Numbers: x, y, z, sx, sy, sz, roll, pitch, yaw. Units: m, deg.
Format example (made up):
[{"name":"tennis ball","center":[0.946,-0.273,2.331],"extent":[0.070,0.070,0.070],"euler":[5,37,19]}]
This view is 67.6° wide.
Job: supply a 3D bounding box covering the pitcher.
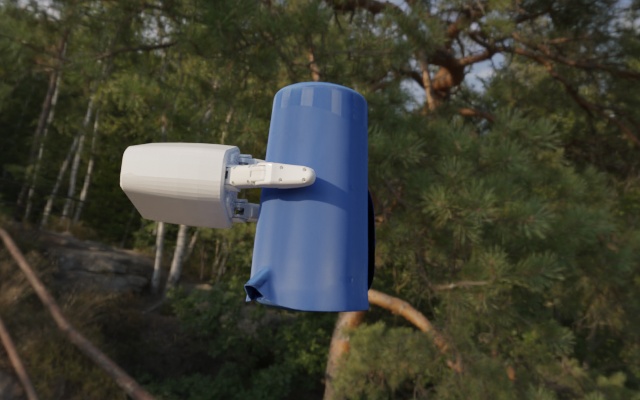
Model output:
[{"name":"pitcher","center":[0.000,0.002,0.541],"extent":[0.145,0.243,0.149],"euler":[4,-7,0]}]
